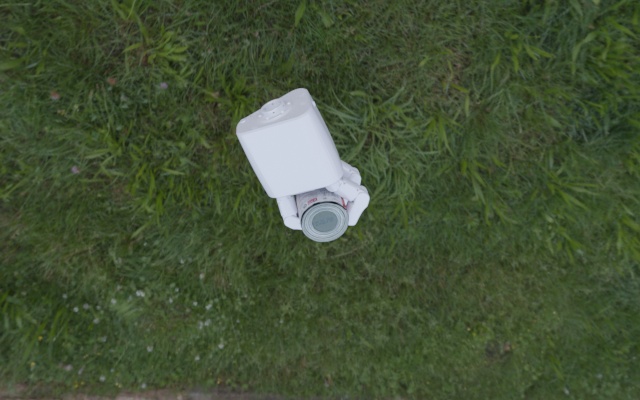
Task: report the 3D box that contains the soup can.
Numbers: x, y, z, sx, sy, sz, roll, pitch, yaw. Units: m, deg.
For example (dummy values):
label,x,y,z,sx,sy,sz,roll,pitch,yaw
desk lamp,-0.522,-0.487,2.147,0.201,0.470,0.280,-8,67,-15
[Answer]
label,x,y,z,sx,sy,sz,roll,pitch,yaw
soup can,0.000,0.003,0.680,0.068,0.068,0.102,0,33,-9
